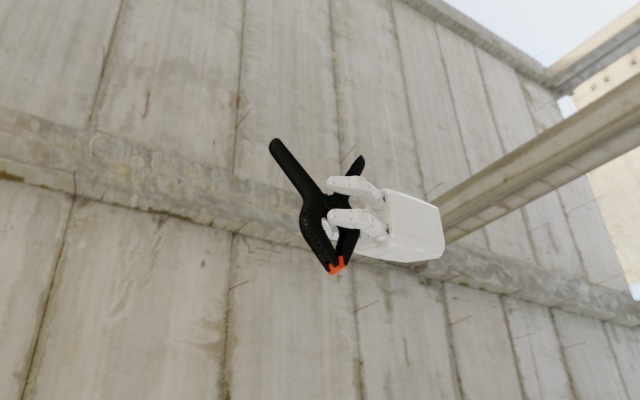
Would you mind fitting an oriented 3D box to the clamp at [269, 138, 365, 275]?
[{"bbox_3d":[0.000,0.003,0.691,0.164,0.209,0.036,14,-34,-24],"label":"clamp"}]
